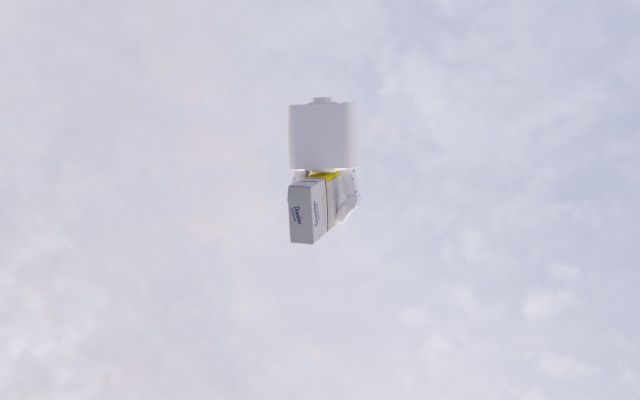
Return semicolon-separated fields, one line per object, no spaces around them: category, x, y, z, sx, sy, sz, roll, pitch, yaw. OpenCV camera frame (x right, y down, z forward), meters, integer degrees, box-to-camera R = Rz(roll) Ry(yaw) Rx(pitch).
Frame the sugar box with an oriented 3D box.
sugar box;0.000;0.002;0.794;0.048;0.093;0.176;3;14;23
